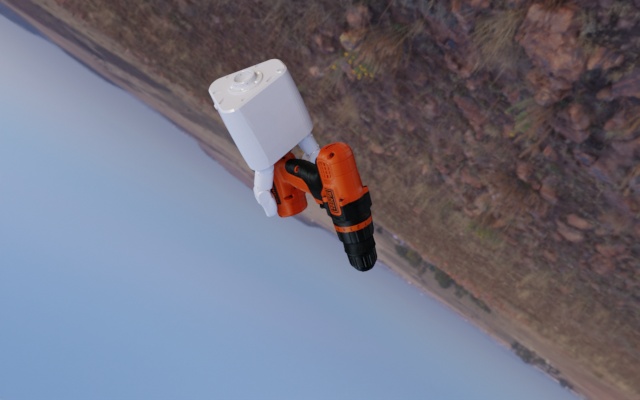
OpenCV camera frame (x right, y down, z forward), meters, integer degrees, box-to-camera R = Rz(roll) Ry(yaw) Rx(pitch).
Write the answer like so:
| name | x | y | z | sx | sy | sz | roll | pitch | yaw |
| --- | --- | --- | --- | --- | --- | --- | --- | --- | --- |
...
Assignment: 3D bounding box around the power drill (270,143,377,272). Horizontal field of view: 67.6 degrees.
| name | x | y | z | sx | sy | sz | roll | pitch | yaw |
| --- | --- | --- | --- | --- | --- | --- | --- | --- | --- |
| power drill | 0.000 | 0.002 | 0.682 | 0.057 | 0.184 | 0.187 | -28 | 25 | -31 |
